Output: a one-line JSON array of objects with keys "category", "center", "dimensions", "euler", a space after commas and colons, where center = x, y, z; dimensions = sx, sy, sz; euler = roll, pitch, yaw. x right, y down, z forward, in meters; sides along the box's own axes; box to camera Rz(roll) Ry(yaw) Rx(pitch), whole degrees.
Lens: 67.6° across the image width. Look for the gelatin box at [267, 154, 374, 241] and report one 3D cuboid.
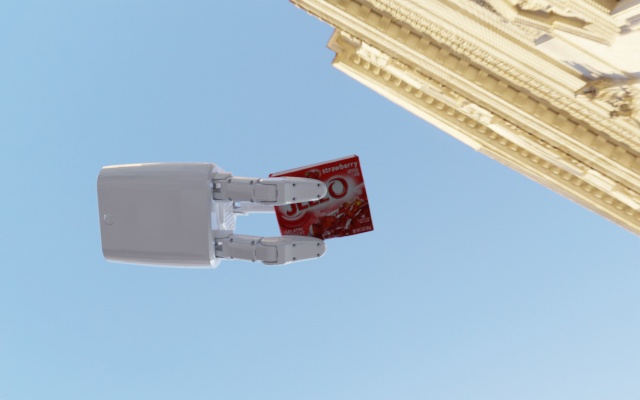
[{"category": "gelatin box", "center": [0.000, 0.001, 0.456], "dimensions": [0.089, 0.073, 0.030], "euler": [-13, 10, 1]}]
